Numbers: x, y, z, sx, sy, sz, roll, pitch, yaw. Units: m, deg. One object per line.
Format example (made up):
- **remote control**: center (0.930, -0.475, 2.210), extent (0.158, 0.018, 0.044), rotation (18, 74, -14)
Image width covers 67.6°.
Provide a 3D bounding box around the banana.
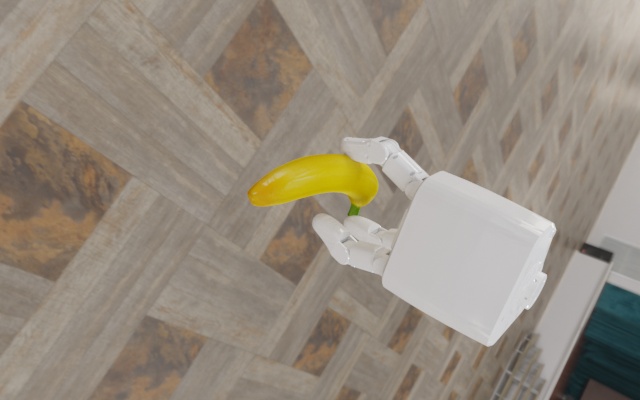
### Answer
- **banana**: center (0.010, -0.014, 0.469), extent (0.037, 0.069, 0.198), rotation (34, 12, 31)
